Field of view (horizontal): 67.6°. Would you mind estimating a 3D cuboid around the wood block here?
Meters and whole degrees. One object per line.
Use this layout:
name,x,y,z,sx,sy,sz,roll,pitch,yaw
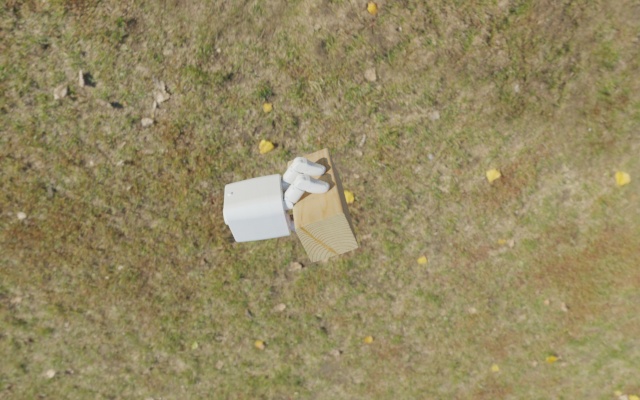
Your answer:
wood block,0.000,0.003,0.896,0.090,0.091,0.206,-19,38,7
